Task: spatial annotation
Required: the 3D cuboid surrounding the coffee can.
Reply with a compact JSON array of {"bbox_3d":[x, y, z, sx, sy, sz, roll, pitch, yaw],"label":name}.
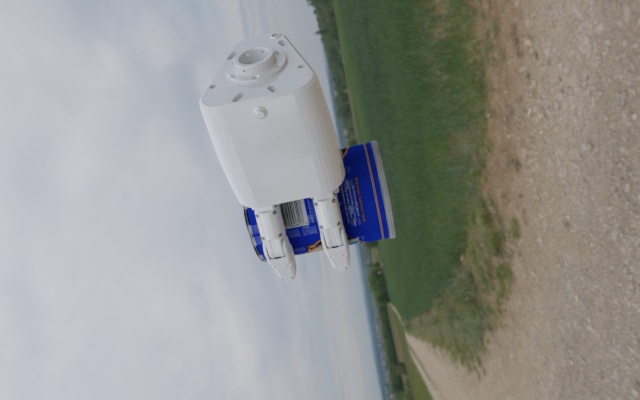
[{"bbox_3d":[0.000,0.002,0.500,0.140,0.103,0.103,-11,-1,5],"label":"coffee can"}]
